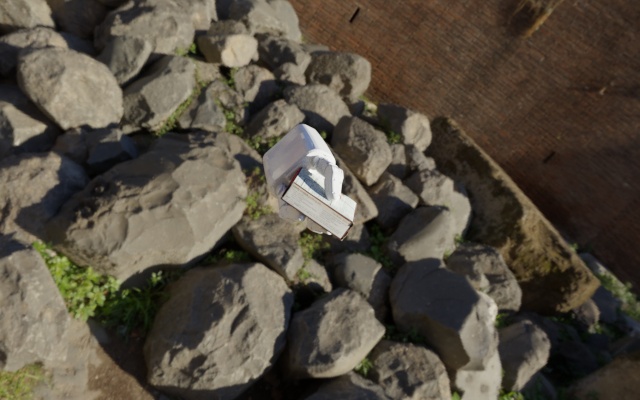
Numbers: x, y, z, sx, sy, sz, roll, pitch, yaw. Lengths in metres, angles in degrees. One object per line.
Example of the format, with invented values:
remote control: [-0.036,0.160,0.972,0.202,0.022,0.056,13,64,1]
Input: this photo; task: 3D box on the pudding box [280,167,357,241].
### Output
pudding box: [0.000,0.002,0.732,0.113,0.039,0.090,33,20,-4]
